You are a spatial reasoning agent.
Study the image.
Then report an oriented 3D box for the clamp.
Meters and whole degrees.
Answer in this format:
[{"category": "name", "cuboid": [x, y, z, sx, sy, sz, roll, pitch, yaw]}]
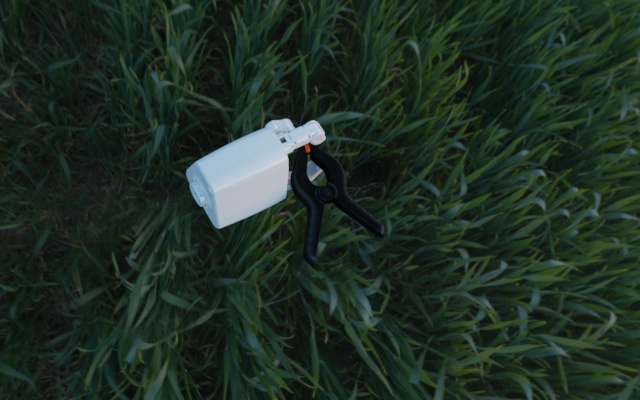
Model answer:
[{"category": "clamp", "cuboid": [0.000, 0.002, 0.657, 0.120, 0.171, 0.039, -28, -9, -23]}]
